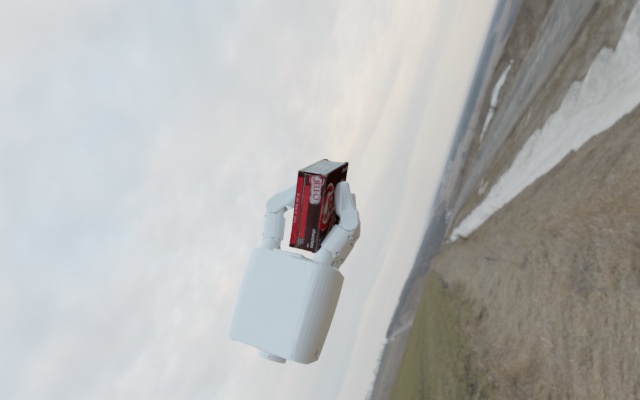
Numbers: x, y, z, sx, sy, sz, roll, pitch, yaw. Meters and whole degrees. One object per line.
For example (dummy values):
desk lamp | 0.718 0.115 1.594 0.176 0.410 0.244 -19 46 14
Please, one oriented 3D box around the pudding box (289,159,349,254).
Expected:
pudding box | 0.000 0.002 0.566 0.039 0.090 0.113 12 15 11
